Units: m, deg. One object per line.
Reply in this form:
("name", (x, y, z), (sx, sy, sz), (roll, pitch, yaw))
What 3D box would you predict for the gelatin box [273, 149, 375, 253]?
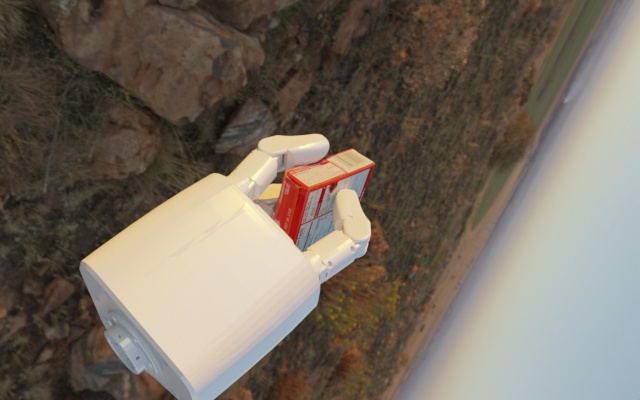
("gelatin box", (0.001, 0.001, 0.406), (0.030, 0.073, 0.089), (37, 39, 27))
